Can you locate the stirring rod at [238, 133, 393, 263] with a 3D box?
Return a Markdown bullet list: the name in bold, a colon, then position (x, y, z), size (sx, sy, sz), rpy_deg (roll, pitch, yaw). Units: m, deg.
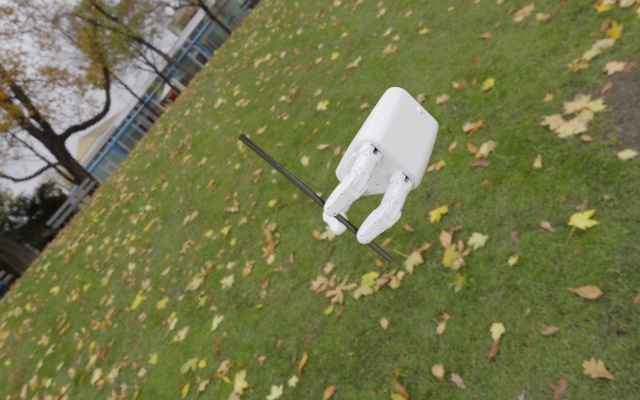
- **stirring rod**: position (0.000, 0.002, 0.563), size (0.239, 0.011, 0.011), rpy_deg (40, -14, -17)
